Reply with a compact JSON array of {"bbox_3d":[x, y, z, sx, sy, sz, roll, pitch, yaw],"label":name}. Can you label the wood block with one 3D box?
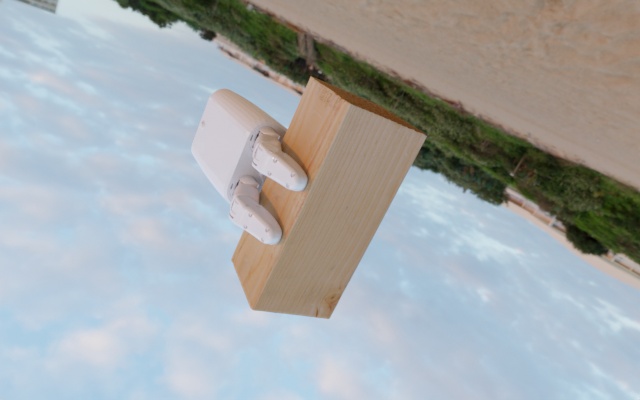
[{"bbox_3d":[0.000,0.002,0.462,0.091,0.206,0.090,15,21,-31],"label":"wood block"}]
